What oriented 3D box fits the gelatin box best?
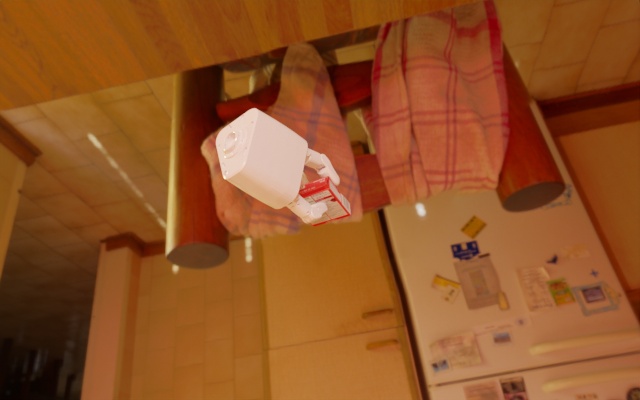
[{"bbox_3d":[0.000,0.003,0.807,0.073,0.030,0.089,-18,-41,20],"label":"gelatin box"}]
